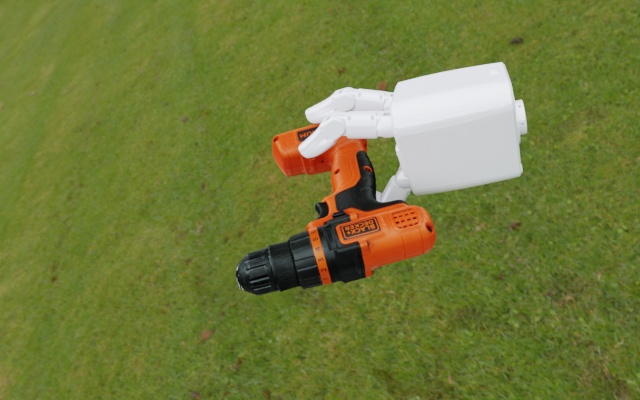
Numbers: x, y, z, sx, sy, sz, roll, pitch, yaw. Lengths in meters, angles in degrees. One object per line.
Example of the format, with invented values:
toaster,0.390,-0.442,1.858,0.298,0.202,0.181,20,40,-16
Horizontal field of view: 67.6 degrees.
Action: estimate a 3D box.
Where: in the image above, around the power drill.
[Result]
power drill,0.000,0.001,0.482,0.184,0.187,0.057,-14,-43,-2
